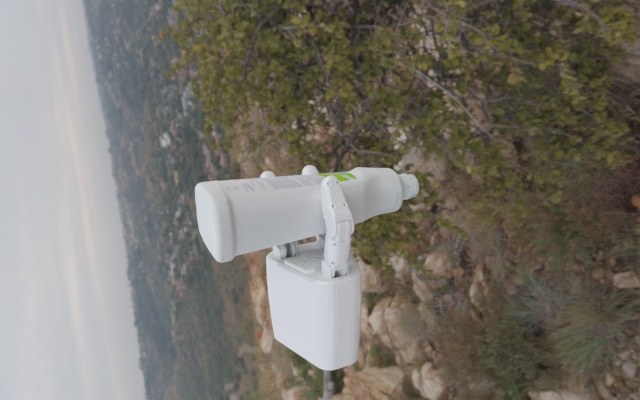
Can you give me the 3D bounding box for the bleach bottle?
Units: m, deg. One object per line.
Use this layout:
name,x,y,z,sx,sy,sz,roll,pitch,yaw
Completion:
bleach bottle,0.000,0.002,0.517,0.251,0.068,0.102,-9,19,-23
